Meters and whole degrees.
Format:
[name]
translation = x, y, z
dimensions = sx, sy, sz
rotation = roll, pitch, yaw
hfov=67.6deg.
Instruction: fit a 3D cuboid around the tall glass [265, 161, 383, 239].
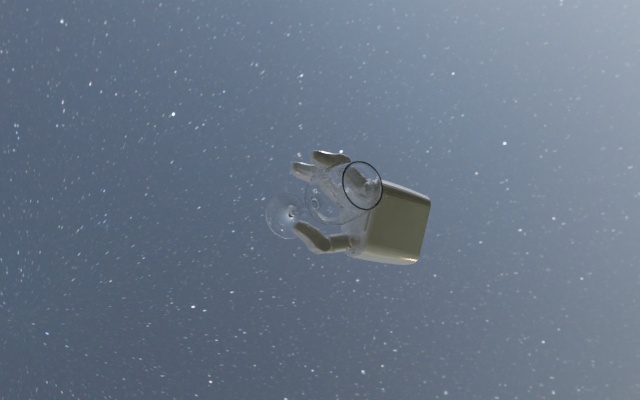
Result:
[tall glass]
translation = 0.000, 0.002, 0.659
dimensions = 0.079, 0.079, 0.201
rotation = 0, -12, -32
